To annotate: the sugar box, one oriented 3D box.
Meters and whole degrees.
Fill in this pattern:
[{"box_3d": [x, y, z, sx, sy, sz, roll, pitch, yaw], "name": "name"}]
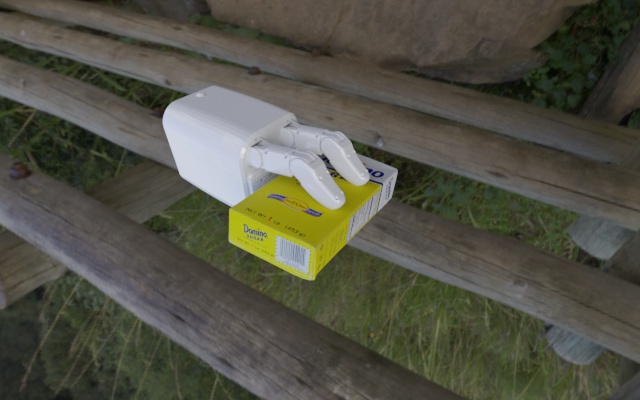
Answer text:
[{"box_3d": [0.000, 0.001, 0.479, 0.093, 0.048, 0.176, 23, 38, 21], "name": "sugar box"}]
